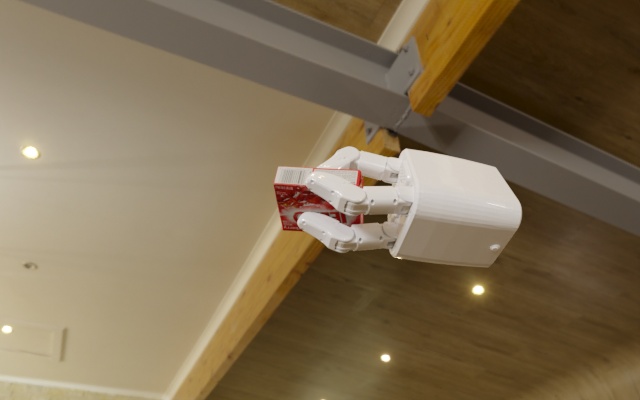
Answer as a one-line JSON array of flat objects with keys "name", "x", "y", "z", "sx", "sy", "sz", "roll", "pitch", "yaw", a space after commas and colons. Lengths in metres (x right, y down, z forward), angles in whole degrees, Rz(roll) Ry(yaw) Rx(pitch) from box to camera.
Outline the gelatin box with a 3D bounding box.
[{"name": "gelatin box", "x": 0.000, "y": 0.001, "z": 0.500, "sx": 0.089, "sy": 0.030, "sz": 0.073, "roll": 3, "pitch": -43, "yaw": 9}]
